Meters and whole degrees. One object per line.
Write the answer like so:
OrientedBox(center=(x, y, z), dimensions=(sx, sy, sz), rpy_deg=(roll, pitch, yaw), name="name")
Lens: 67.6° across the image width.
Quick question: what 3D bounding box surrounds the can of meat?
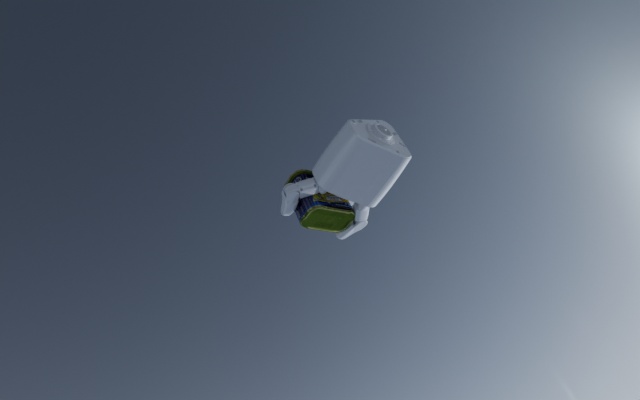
OrientedBox(center=(0.000, 0.003, 0.787), dimensions=(0.102, 0.084, 0.057), rpy_deg=(10, -50, -37), name="can of meat")
